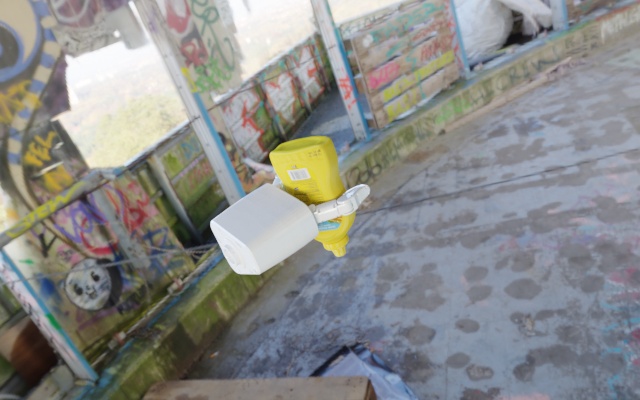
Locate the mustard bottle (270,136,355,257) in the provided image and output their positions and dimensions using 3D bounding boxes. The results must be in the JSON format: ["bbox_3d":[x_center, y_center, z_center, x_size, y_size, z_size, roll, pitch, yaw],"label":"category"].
[{"bbox_3d":[0.000,0.002,0.710,0.096,0.192,0.058,-6,28,32],"label":"mustard bottle"}]
